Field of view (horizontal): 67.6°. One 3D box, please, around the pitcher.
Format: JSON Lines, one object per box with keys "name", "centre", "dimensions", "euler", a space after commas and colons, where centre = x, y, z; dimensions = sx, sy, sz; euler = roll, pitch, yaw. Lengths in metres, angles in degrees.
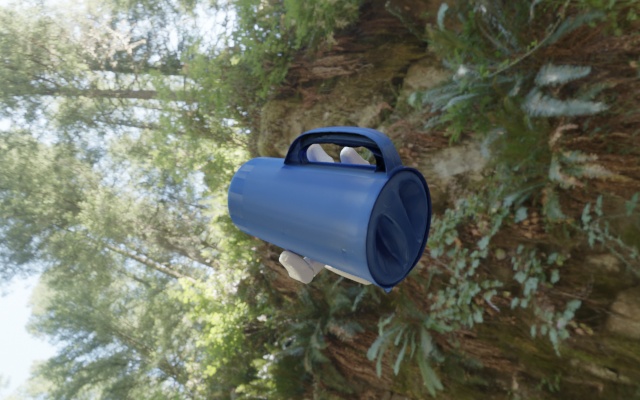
{"name": "pitcher", "centre": [0.000, 0.002, 0.580], "dimensions": [0.243, 0.149, 0.145], "euler": [12, -16, 39]}
